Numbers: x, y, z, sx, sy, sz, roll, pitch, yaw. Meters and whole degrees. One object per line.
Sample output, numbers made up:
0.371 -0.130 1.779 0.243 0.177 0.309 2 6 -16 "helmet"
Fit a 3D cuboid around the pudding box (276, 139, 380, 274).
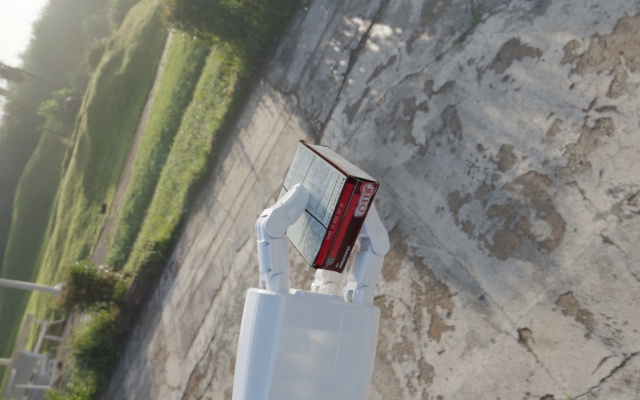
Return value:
0.000 0.001 0.449 0.039 0.090 0.113 13 16 -32 "pudding box"
